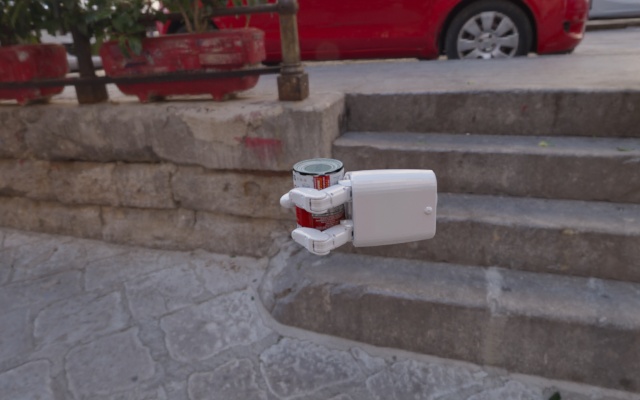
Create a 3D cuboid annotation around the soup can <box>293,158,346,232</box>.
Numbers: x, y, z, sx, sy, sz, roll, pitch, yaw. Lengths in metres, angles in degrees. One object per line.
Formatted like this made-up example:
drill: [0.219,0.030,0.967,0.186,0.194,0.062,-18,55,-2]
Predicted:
soup can: [0.000,0.002,0.633,0.068,0.102,0.068,-3,21,1]
